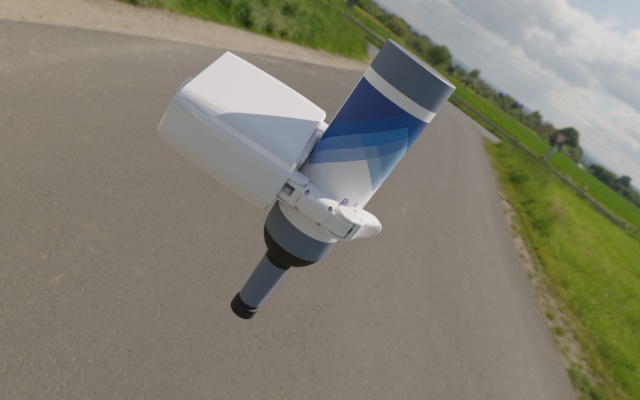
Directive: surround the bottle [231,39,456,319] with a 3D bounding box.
[{"bbox_3d":[0.000,0.001,0.432,0.069,0.296,0.069,30,23,-14],"label":"bottle"}]
